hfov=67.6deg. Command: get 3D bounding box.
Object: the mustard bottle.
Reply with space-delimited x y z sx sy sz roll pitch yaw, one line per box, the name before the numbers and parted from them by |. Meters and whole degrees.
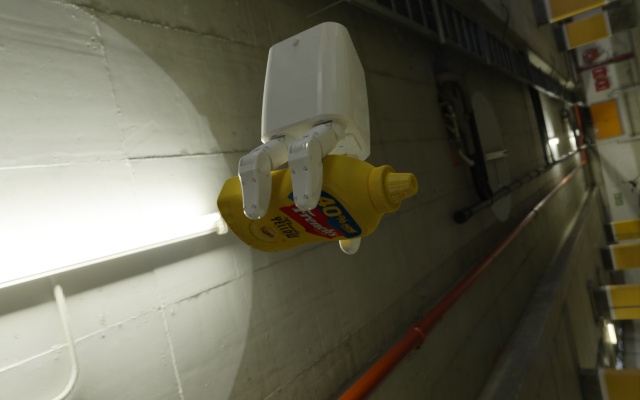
mustard bottle | 0.000 0.002 0.452 0.191 0.058 0.096 -12 -46 33
